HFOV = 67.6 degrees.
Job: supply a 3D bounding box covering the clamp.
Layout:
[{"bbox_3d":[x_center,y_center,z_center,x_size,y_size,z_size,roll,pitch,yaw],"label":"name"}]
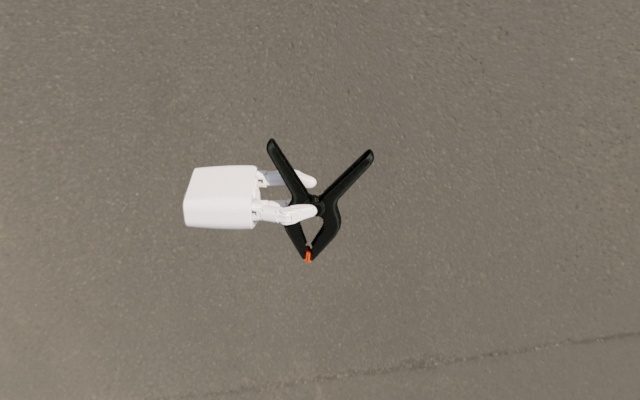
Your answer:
[{"bbox_3d":[0.000,0.003,0.763,0.164,0.210,0.036,0,24,1],"label":"clamp"}]
